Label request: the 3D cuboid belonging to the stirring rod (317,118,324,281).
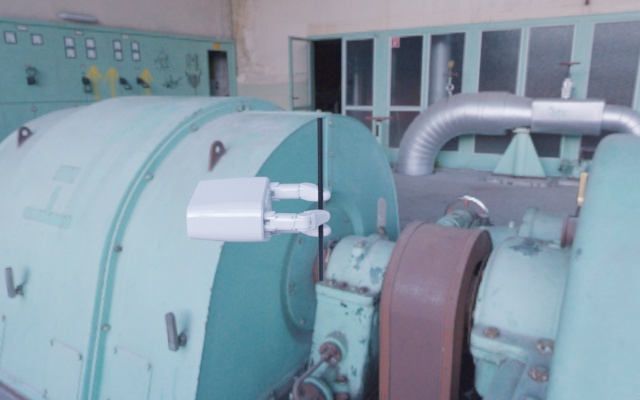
[{"bbox_3d":[0.000,0.002,0.690,0.011,0.239,0.011,0,13,0],"label":"stirring rod"}]
